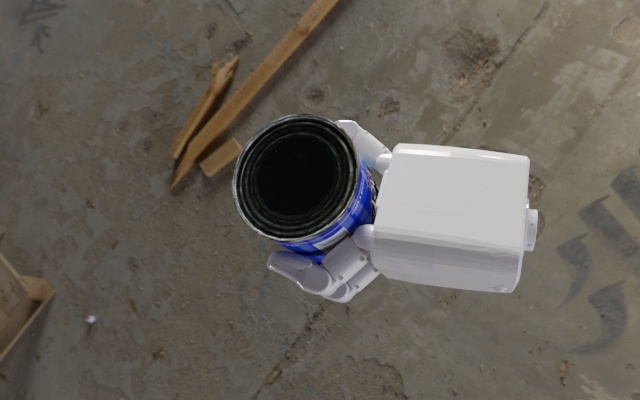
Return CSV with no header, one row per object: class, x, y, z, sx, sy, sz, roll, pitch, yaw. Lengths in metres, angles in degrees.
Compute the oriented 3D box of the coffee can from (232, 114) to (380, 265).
coffee can,0.000,0.001,0.421,0.103,0.102,0.140,0,-17,18
